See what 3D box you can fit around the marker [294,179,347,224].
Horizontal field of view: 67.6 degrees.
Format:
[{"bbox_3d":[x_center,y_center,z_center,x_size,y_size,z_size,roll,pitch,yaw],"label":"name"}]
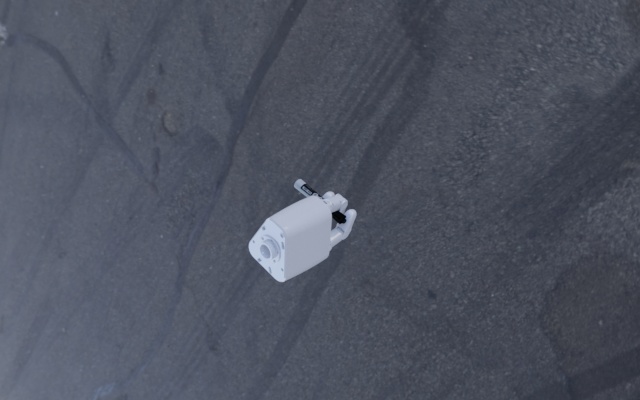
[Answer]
[{"bbox_3d":[0.000,0.003,0.854,0.121,0.020,0.020,39,19,24],"label":"marker"}]
